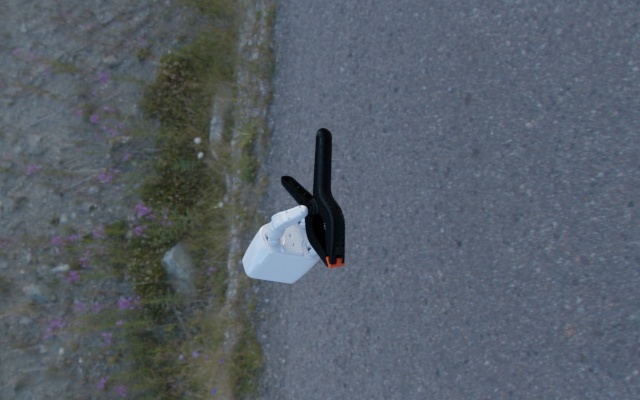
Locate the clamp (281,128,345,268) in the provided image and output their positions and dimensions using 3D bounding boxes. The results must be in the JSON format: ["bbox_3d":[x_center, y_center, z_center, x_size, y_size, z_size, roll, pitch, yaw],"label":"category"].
[{"bbox_3d":[-0.001,0.003,0.757,0.036,0.210,0.165,-4,-31,-30],"label":"clamp"}]
